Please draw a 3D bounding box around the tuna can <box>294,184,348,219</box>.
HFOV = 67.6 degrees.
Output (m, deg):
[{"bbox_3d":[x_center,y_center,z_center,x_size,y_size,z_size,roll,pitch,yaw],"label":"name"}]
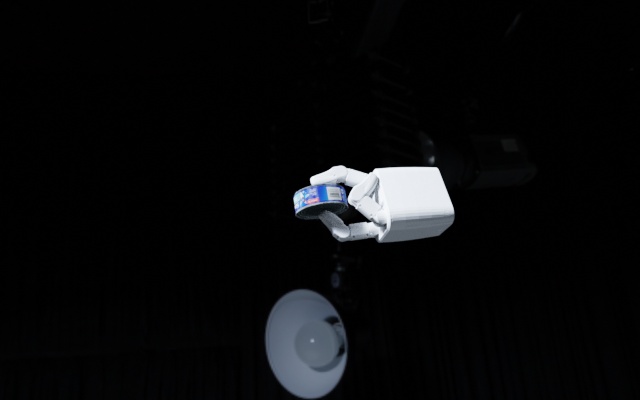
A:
[{"bbox_3d":[0.000,0.002,0.774,0.086,0.033,0.086,-8,-17,-3],"label":"tuna can"}]
